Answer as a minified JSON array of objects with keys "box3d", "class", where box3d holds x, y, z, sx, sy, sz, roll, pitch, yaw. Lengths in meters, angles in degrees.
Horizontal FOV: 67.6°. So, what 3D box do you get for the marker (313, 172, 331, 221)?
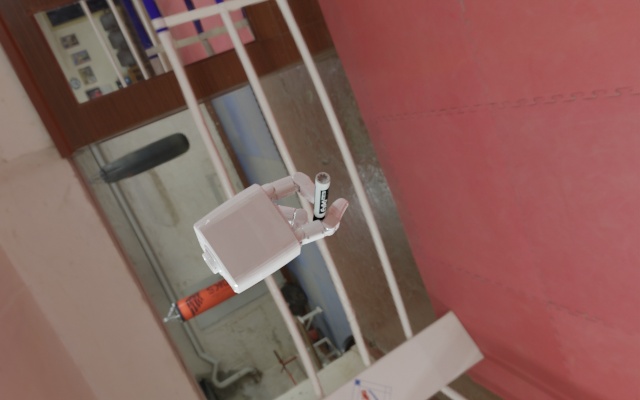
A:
[{"box3d":[0.000,0.002,0.655,0.020,0.020,0.121,0,-30,-4],"class":"marker"}]
